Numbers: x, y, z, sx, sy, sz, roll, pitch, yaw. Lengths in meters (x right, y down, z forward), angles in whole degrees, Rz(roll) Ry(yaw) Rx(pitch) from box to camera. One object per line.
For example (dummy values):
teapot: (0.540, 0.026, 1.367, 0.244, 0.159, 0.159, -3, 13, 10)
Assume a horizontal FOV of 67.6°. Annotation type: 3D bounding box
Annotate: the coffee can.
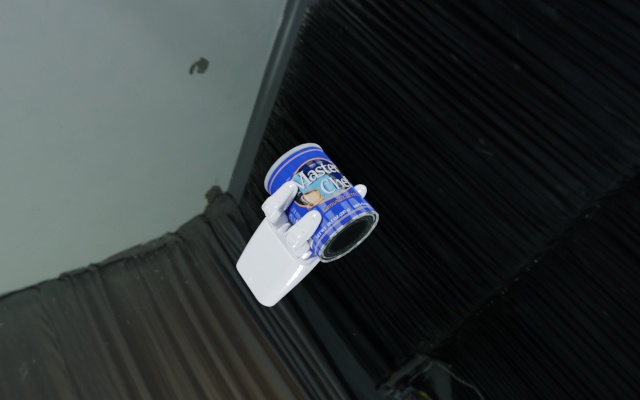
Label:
coffee can: (0.000, 0.002, 0.685, 0.103, 0.140, 0.103, -32, -25, -16)
